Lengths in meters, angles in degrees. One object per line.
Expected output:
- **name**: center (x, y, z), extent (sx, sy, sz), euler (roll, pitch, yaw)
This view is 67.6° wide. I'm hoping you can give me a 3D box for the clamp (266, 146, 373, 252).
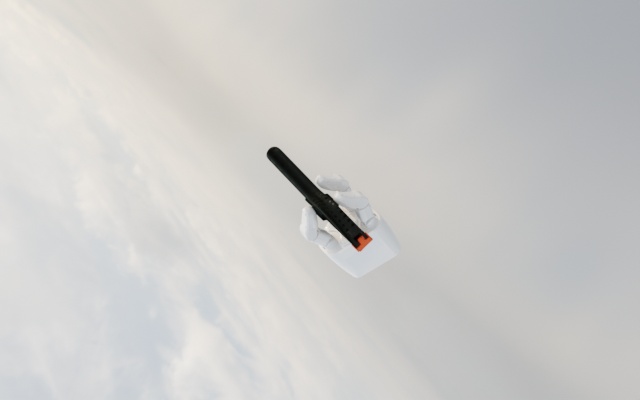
- **clamp**: center (0.000, 0.003, 0.747), extent (0.210, 0.036, 0.165), euler (43, -3, 44)
